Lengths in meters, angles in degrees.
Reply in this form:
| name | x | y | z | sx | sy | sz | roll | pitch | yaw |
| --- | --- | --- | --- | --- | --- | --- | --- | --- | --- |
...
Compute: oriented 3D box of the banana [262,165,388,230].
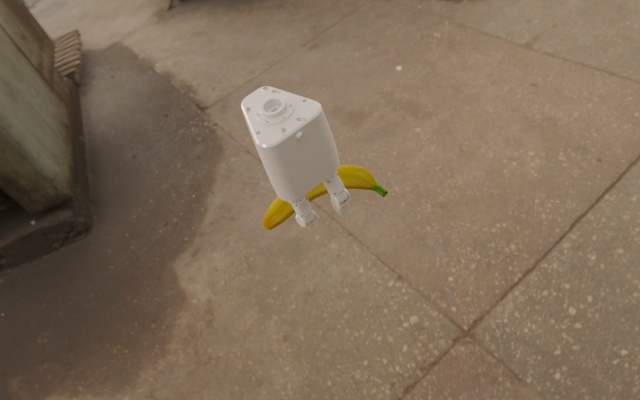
| name | x | y | z | sx | sy | sz | roll | pitch | yaw |
| --- | --- | --- | --- | --- | --- | --- | --- | --- | --- |
| banana | -0.001 | -0.013 | 0.737 | 0.198 | 0.069 | 0.037 | -17 | -34 | 1 |
